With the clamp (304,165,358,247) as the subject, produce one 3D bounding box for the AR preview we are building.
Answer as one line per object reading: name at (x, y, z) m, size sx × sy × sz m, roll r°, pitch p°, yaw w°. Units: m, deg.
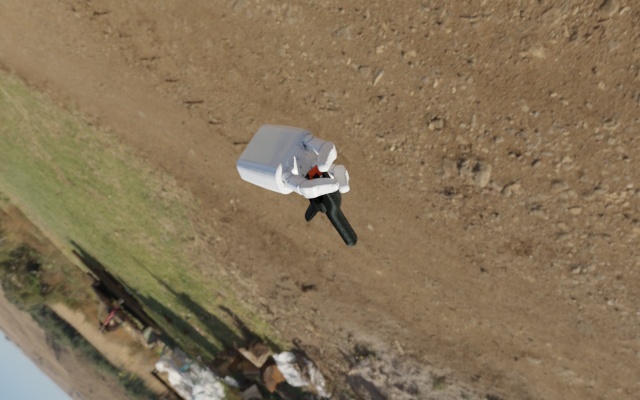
clamp at (0.000, 0.003, 0.838) m, size 0.120 × 0.172 × 0.039 m, roll 17°, pitch 50°, yaw 37°
